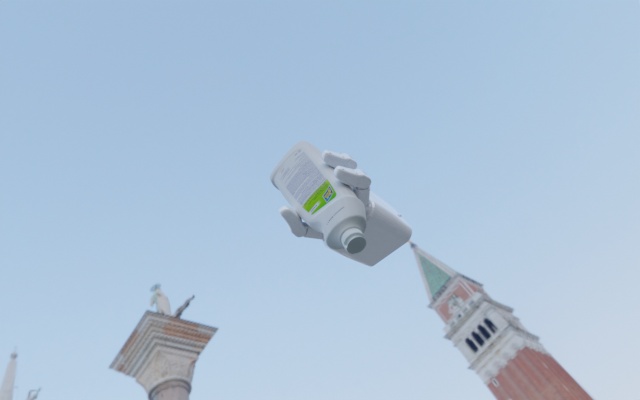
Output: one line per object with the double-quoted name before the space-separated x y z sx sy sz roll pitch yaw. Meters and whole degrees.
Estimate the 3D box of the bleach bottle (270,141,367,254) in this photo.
"bleach bottle" 0.000 0.002 0.733 0.068 0.102 0.250 30 16 -35
